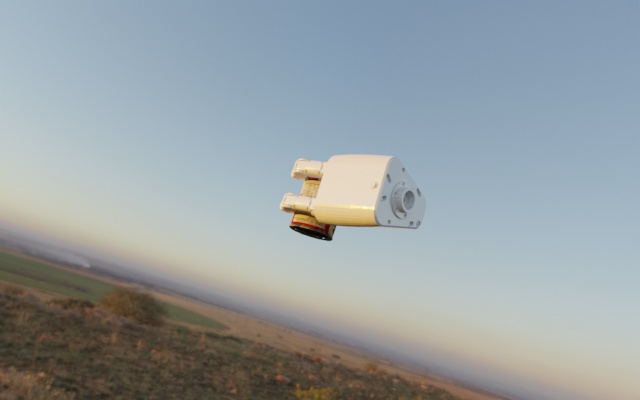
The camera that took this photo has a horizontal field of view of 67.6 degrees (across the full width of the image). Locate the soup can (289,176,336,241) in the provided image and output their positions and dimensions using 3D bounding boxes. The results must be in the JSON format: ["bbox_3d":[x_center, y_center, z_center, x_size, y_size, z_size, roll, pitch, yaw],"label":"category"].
[{"bbox_3d":[0.000,0.002,0.724,0.068,0.102,0.068,16,-13,4],"label":"soup can"}]
